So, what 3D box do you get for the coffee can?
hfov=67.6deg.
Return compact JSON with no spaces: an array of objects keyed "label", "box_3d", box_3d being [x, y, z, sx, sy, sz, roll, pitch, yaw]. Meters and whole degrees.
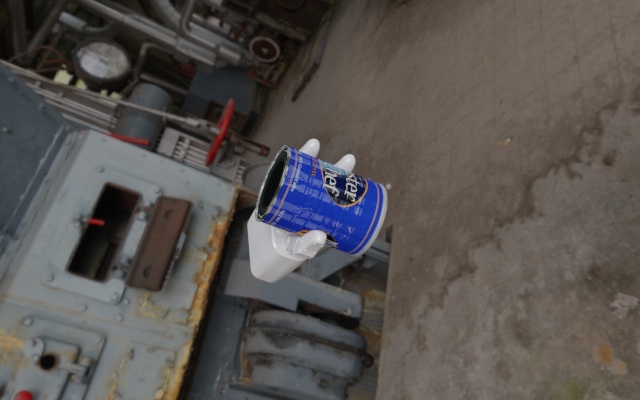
[{"label":"coffee can","box_3d":[0.000,0.002,0.615,0.140,0.103,0.103,21,-7,-18]}]
